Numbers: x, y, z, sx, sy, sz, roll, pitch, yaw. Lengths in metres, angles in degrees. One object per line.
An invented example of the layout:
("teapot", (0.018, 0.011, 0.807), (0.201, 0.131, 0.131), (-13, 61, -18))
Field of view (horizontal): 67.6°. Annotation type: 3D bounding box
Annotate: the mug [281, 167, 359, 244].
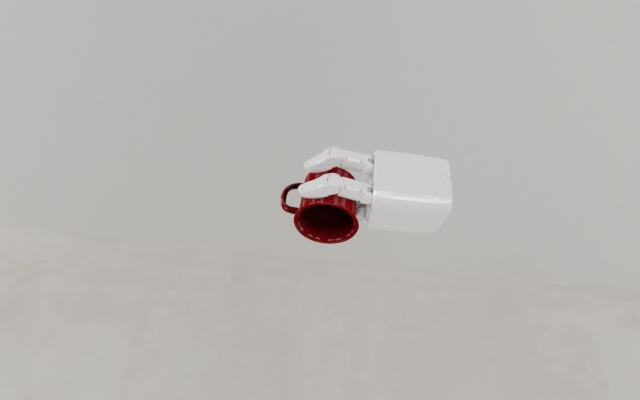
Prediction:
("mug", (-0.001, 0.002, 0.700), (0.117, 0.081, 0.093), (8, -41, 0))
